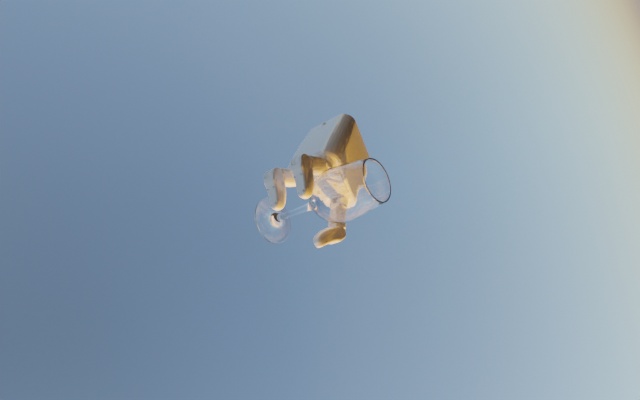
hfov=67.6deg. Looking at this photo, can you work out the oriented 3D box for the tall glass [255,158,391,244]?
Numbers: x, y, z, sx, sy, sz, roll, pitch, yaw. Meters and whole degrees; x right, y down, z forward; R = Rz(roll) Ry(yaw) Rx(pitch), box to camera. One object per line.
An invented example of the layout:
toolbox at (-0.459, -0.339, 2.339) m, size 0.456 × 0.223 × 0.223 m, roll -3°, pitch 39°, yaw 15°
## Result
tall glass at (0.000, 0.003, 0.676) m, size 0.201 × 0.079 × 0.079 m, roll -21°, pitch -13°, yaw 38°
